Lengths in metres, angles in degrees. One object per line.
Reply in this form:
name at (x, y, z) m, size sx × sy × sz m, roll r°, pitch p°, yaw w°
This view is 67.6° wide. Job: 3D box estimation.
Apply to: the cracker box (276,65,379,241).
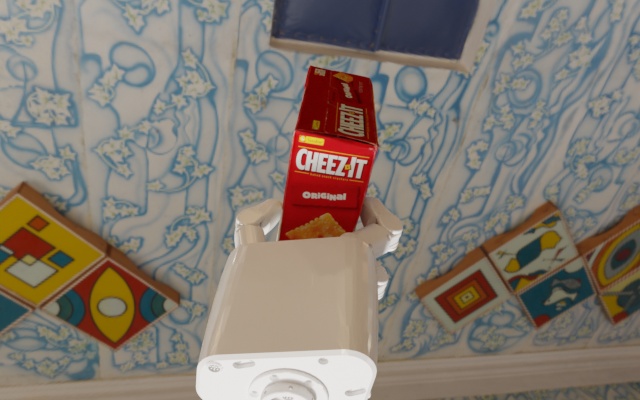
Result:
cracker box at (0.000, 0.002, 0.462) m, size 0.072 × 0.214 × 0.164 m, roll 10°, pitch 32°, yaw -3°
